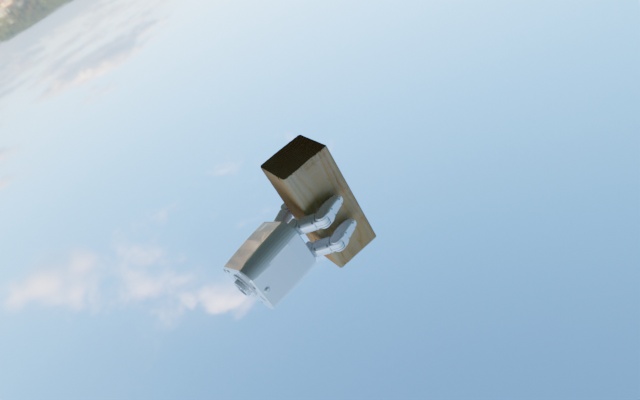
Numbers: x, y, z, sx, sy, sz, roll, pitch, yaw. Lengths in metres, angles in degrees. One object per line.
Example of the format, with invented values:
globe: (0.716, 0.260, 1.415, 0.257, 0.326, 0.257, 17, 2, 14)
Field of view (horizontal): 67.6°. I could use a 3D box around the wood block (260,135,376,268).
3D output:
wood block: (0.000, 0.003, 0.806, 0.090, 0.206, 0.090, -41, 35, -14)
